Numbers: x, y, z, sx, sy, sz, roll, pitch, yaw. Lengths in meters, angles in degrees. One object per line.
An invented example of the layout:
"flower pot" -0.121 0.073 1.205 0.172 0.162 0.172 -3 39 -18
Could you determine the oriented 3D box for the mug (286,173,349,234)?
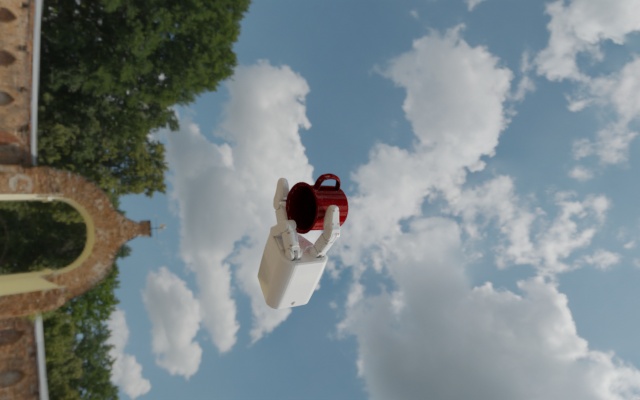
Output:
"mug" 0.001 0.002 0.863 0.081 0.117 0.093 0 31 -40
